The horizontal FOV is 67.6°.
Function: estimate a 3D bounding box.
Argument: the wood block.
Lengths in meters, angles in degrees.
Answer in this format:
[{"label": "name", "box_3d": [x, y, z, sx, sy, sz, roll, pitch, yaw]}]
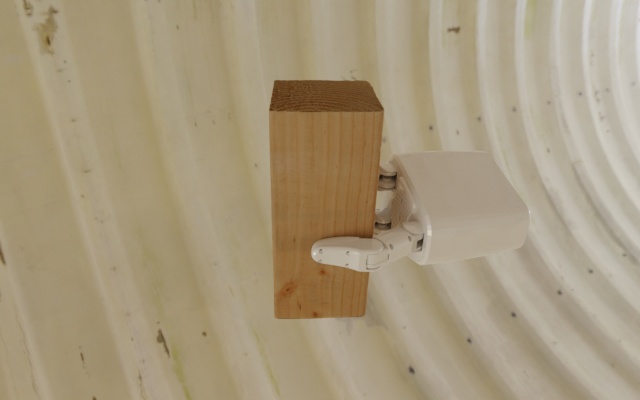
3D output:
[{"label": "wood block", "box_3d": [0.000, 0.002, 0.445, 0.090, 0.206, 0.090, 0, 29, -3]}]
